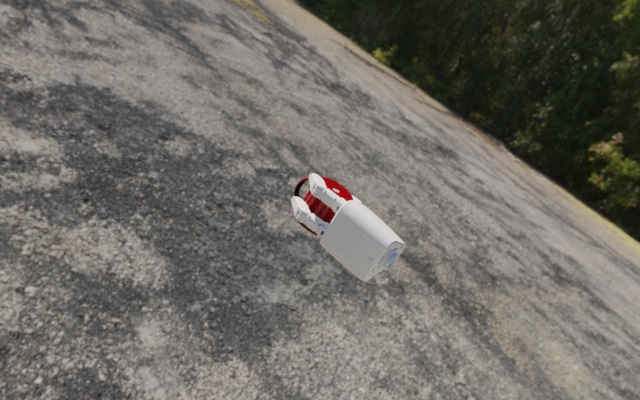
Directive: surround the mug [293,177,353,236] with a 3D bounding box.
[{"bbox_3d":[-0.001,0.002,0.897,0.117,0.081,0.093,42,23,21],"label":"mug"}]
